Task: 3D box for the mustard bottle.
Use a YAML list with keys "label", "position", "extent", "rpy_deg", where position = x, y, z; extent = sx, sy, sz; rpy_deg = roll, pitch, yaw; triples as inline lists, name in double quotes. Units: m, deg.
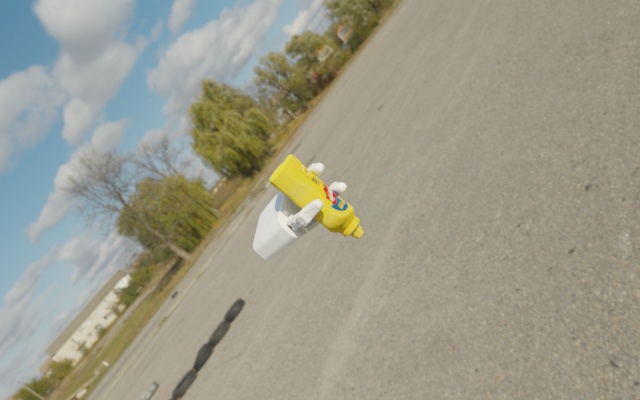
- label: "mustard bottle"
  position: [0.000, 0.002, 0.847]
  extent: [0.191, 0.058, 0.096]
  rpy_deg: [41, 15, -9]
